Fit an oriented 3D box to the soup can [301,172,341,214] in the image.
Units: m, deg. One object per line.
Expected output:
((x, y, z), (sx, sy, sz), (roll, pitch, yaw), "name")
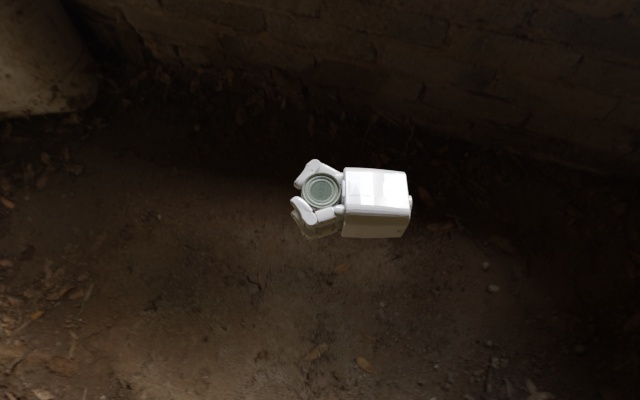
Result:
((0.000, 0.002, 0.823), (0.068, 0.068, 0.102), (0, -23, -2), "soup can")
